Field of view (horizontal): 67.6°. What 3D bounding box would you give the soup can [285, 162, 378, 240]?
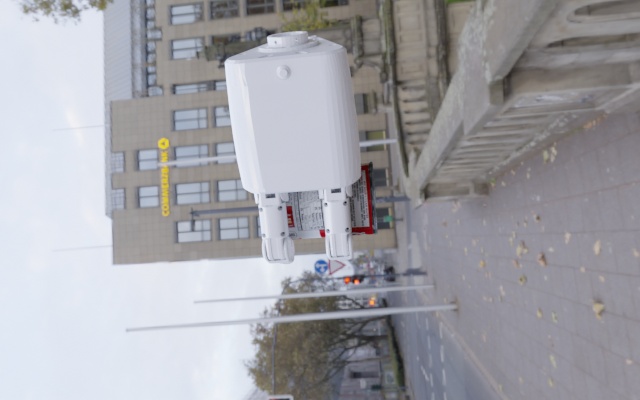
[{"bbox_3d":[0.000,0.002,0.446,0.102,0.068,0.068,-4,0,5],"label":"soup can"}]
